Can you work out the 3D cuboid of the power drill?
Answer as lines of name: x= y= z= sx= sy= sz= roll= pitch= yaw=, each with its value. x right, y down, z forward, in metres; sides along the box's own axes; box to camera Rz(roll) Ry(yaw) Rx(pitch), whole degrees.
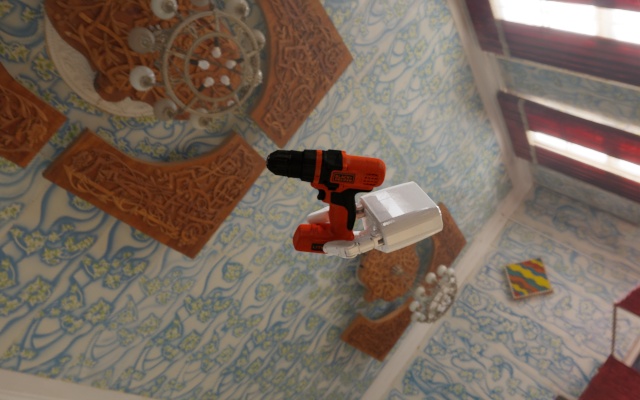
power drill: x=0.000 y=0.003 z=0.774 sx=0.184 sy=0.188 sz=0.057 roll=6 pitch=39 yaw=-4
